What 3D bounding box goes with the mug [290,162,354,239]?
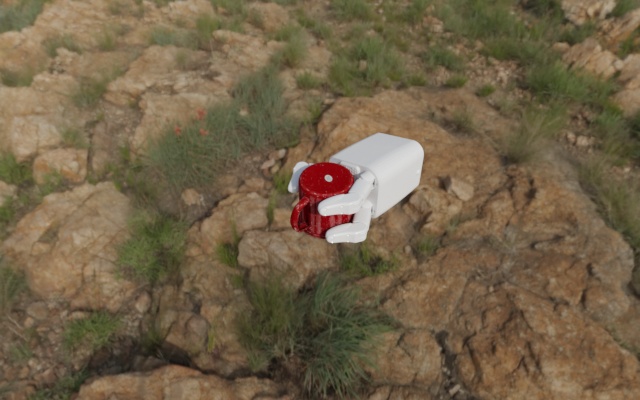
[{"bbox_3d":[-0.001,0.003,0.707,0.117,0.082,0.093,-33,51,-30],"label":"mug"}]
